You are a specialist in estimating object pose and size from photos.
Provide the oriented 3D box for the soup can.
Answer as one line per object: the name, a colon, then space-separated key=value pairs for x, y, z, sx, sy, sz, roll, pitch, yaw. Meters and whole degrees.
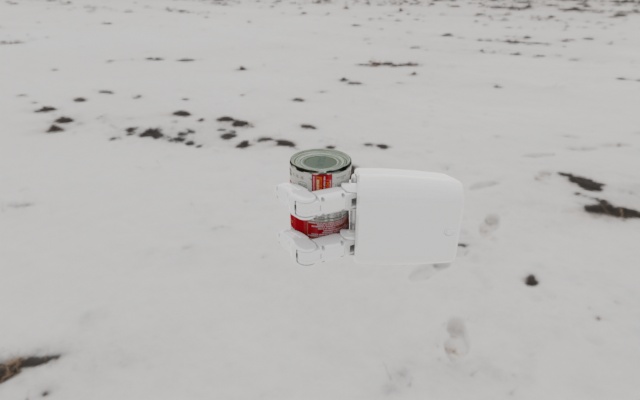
soup can: x=0.000 y=0.001 z=0.525 sx=0.068 sy=0.102 sz=0.068 roll=0 pitch=26 yaw=0
